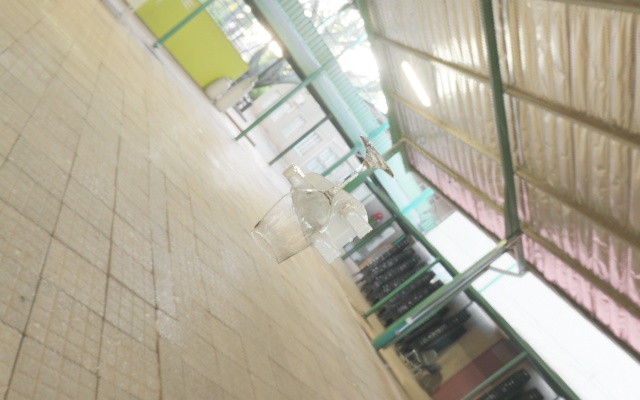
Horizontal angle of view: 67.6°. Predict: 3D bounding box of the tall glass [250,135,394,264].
[{"bbox_3d":[0.001,0.002,0.656,0.201,0.079,0.079,-39,-2,2],"label":"tall glass"}]
